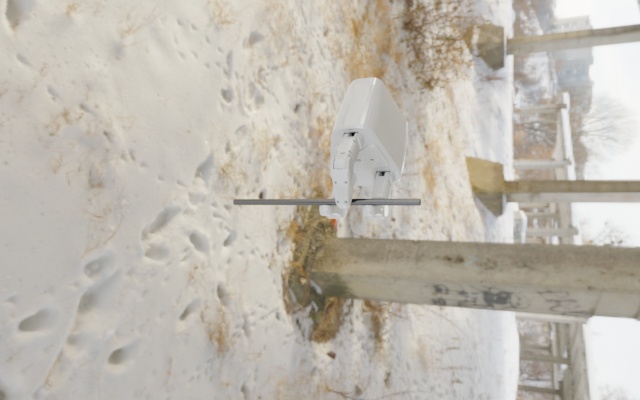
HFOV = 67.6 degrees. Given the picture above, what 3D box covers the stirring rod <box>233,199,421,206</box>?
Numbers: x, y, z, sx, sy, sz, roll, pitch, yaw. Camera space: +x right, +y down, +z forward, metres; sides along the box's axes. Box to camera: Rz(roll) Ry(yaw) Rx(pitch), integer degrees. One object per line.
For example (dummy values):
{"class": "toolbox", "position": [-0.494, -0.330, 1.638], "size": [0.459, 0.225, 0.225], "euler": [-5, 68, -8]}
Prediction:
{"class": "stirring rod", "position": [0.000, 0.002, 0.580], "size": [0.239, 0.011, 0.011], "euler": [0, 0, 21]}
